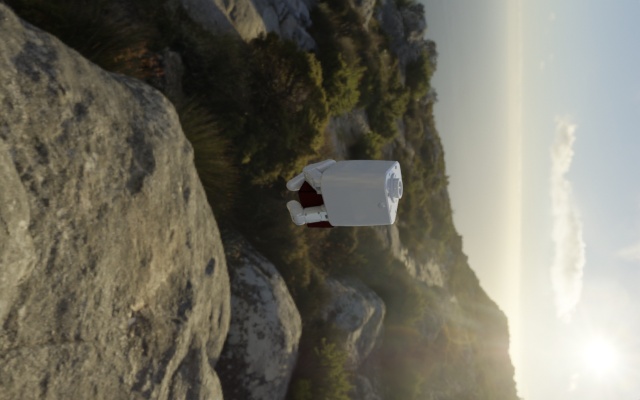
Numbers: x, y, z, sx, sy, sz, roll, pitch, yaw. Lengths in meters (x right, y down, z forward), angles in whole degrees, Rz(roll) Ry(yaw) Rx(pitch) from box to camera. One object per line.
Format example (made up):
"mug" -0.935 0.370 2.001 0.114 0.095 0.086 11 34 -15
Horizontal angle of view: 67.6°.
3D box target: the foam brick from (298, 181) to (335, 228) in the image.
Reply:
"foam brick" 0.000 0.003 0.832 0.051 0.078 0.053 0 35 22
